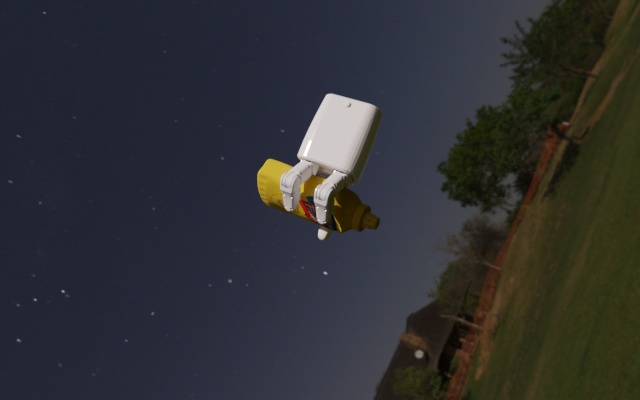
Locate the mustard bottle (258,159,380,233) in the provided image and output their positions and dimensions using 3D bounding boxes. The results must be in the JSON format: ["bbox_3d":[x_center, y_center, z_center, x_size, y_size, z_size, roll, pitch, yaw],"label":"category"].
[{"bbox_3d":[0.000,0.003,0.722,0.191,0.058,0.096,20,-31,23],"label":"mustard bottle"}]
